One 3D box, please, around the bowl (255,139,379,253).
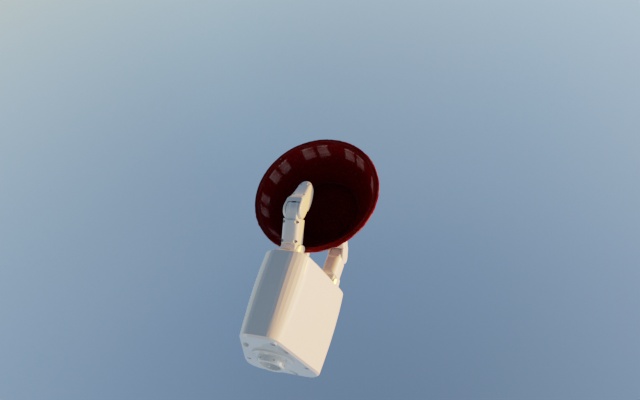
[{"bbox_3d":[0.001,0.001,0.615,0.162,0.162,0.055,0,-28,19],"label":"bowl"}]
